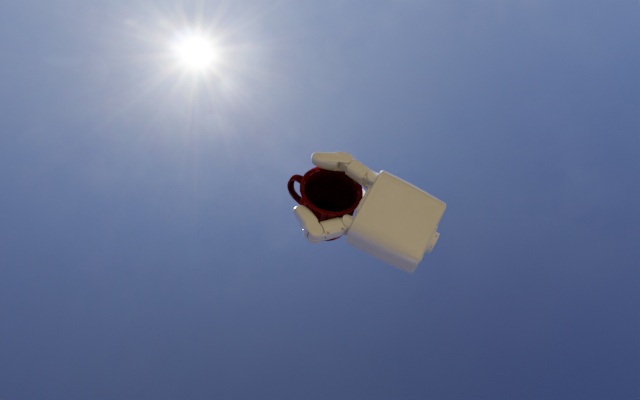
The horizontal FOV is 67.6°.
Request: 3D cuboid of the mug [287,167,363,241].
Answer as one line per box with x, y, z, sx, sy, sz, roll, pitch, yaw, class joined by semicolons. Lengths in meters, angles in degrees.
-0.001;0.002;0.722;0.117;0.093;0.082;27;-37;11;mug
